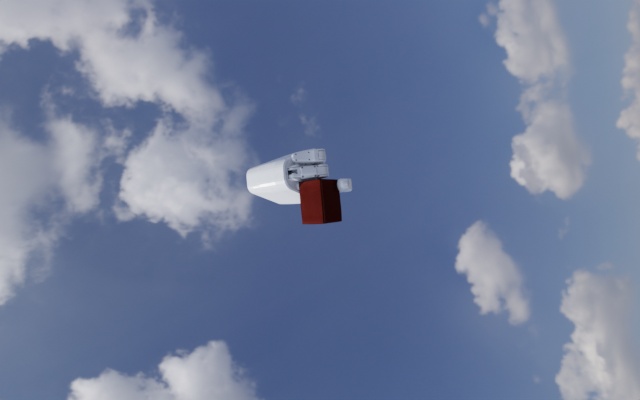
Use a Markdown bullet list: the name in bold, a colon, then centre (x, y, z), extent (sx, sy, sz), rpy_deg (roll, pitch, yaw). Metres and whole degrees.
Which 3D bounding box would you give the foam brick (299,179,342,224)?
- **foam brick**: centre (0.000, 0.003, 0.842), extent (0.051, 0.078, 0.053), rpy_deg (-7, -4, 38)
